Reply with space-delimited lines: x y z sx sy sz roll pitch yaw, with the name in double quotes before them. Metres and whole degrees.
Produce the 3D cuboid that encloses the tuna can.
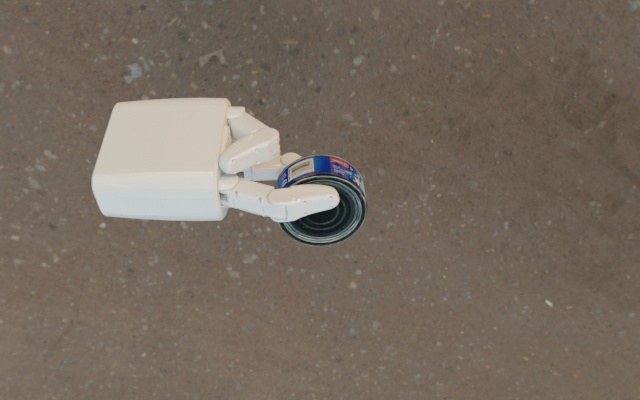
"tuna can" 0.000 0.002 0.443 0.086 0.086 0.033 0 38 -4
